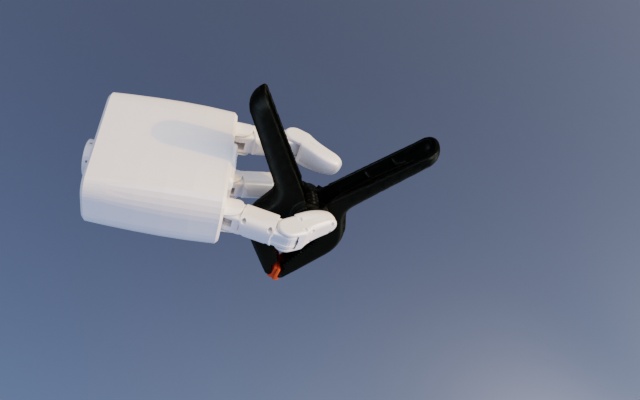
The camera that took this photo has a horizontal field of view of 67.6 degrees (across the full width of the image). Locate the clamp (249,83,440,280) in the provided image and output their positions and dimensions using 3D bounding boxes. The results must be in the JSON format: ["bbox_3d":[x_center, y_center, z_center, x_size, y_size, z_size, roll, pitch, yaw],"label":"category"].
[{"bbox_3d":[0.000,0.002,0.435,0.164,0.210,0.036,9,43,-15],"label":"clamp"}]
